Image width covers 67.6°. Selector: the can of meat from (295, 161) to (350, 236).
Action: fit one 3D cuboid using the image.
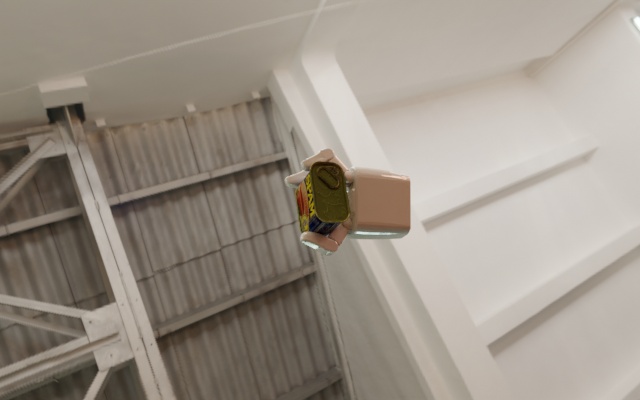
[{"bbox_3d":[0.000,0.003,0.757,0.057,0.102,0.084,2,-24,-22],"label":"can of meat"}]
